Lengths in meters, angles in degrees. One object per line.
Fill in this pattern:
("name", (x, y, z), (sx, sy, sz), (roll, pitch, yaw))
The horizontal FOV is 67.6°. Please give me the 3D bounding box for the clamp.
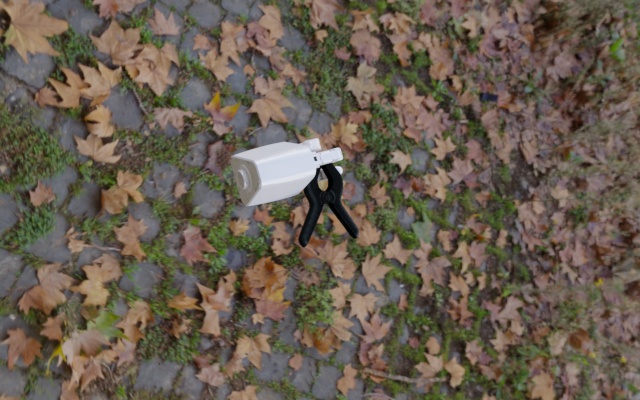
("clamp", (0.000, 0.003, 0.871), (0.120, 0.171, 0.039), (-17, 3, -30))
